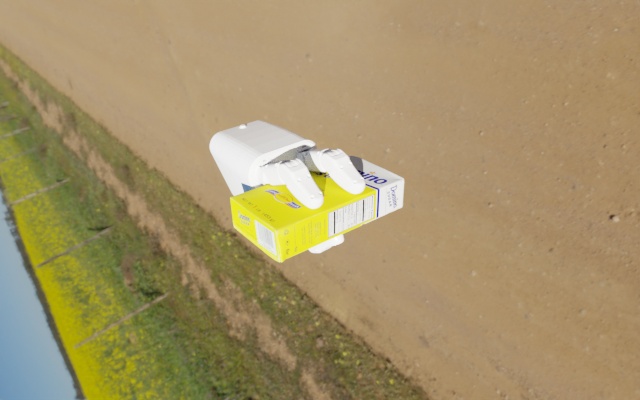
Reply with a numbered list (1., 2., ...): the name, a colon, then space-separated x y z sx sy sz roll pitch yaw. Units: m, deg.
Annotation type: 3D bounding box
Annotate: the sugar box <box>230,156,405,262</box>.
1. sugar box: 0.000 0.001 0.533 0.176 0.048 0.093 -24 37 -31
